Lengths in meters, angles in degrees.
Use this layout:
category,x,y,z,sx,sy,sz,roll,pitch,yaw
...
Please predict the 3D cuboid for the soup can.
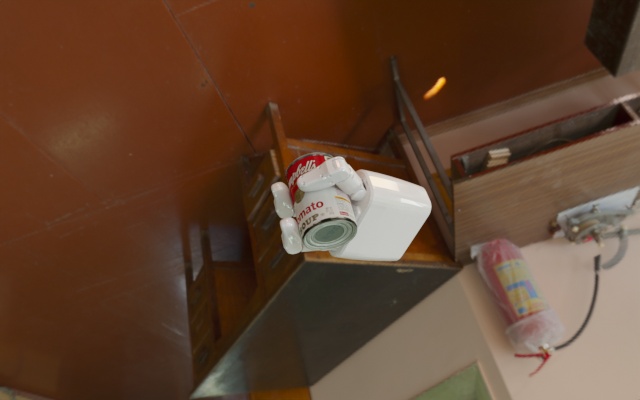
category,x,y,z,sx,sy,sz,roll,pitch,yaw
soup can,0.000,0.002,0.580,0.068,0.102,0.069,-11,-35,-8
